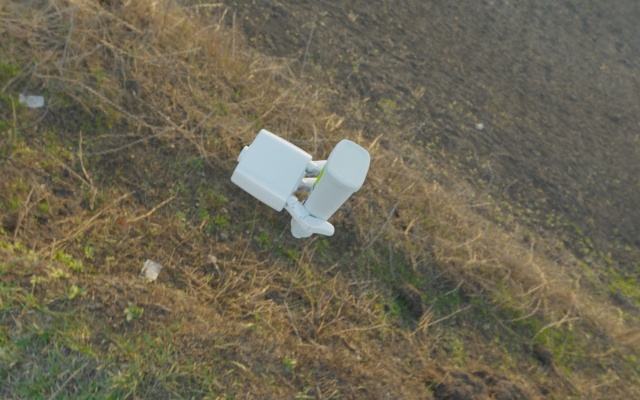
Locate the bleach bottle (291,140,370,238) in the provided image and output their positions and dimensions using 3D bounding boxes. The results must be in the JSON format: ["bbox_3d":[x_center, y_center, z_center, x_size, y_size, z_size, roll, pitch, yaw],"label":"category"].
[{"bbox_3d":[0.000,0.003,0.871,0.068,0.102,0.251,30,-41,-6],"label":"bleach bottle"}]
